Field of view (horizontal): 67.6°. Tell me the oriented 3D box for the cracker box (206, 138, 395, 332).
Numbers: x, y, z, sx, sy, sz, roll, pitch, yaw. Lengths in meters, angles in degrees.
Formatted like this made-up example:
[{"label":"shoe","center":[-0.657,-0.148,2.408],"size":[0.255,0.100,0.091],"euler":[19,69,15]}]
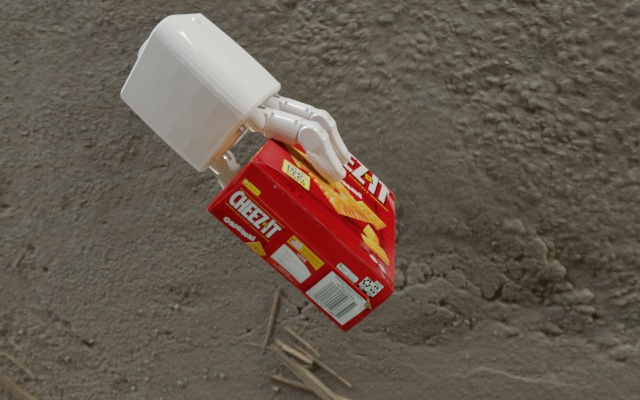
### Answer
[{"label":"cracker box","center":[0.000,0.002,0.486],"size":[0.072,0.164,0.213],"euler":[-43,10,22]}]
